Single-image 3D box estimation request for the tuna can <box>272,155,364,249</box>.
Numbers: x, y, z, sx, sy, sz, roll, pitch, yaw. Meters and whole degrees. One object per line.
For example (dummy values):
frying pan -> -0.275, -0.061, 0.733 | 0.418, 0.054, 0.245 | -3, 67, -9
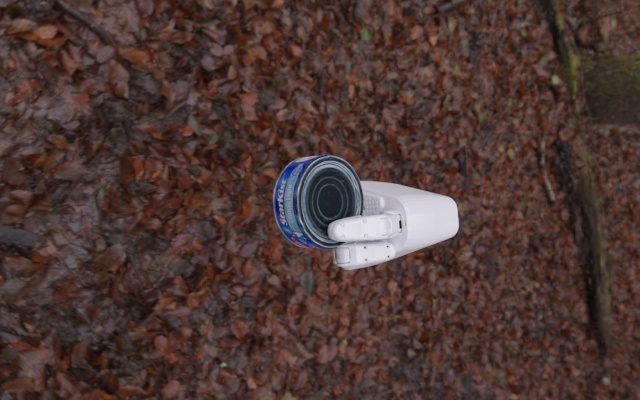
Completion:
tuna can -> 0.000, 0.001, 0.436 | 0.086, 0.086, 0.034 | 0, -1, -42
